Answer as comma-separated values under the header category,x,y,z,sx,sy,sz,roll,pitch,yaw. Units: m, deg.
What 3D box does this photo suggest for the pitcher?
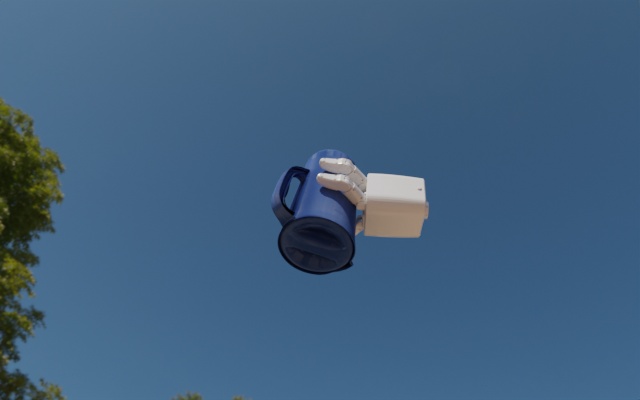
category,x,y,z,sx,sy,sz,roll,pitch,yaw
pitcher,0.000,0.003,0.887,0.145,0.149,0.242,3,38,6
